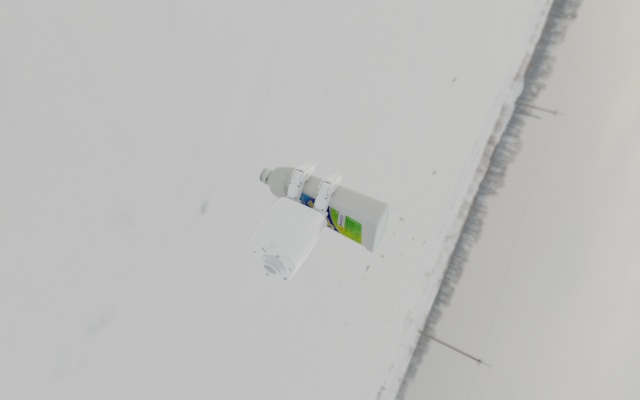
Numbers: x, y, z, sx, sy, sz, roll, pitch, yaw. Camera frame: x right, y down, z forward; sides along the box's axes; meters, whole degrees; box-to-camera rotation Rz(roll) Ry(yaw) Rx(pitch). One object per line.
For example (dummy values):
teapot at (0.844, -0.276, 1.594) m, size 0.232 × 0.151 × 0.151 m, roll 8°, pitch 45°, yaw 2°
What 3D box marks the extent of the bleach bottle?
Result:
bleach bottle at (0.000, 0.003, 0.884) m, size 0.251 × 0.068 × 0.103 m, roll 23°, pitch -34°, yaw 18°
